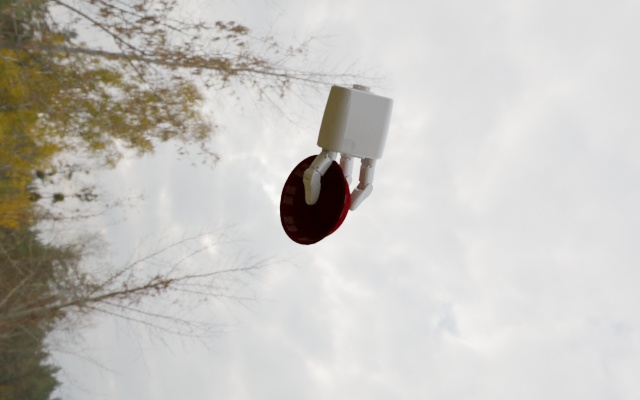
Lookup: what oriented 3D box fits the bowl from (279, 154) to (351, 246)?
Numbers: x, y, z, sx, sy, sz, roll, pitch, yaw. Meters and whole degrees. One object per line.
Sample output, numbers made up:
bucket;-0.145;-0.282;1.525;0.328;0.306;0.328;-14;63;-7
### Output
bowl;0.000;0.004;0.842;0.162;0.162;0.055;0;-12;44
